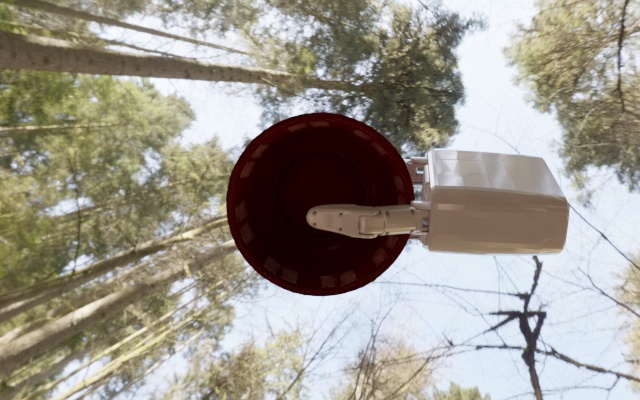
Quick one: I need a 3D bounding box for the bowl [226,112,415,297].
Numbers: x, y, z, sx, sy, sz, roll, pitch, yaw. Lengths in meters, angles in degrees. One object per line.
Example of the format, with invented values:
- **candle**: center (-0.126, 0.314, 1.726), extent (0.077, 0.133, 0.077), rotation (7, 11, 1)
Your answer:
- **bowl**: center (-0.001, 0.001, 0.430), extent (0.162, 0.162, 0.055), rotation (0, 13, 0)
